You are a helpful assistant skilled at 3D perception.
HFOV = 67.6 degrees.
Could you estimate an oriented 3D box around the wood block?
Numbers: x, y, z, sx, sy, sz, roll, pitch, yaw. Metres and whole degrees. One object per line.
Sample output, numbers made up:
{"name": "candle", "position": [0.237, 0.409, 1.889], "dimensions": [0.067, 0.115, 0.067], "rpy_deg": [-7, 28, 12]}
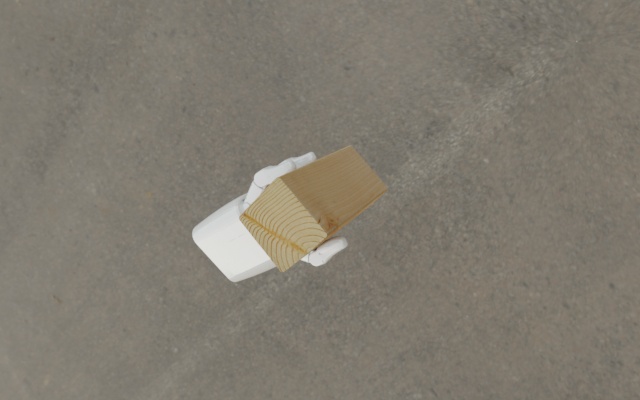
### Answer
{"name": "wood block", "position": [0.000, 0.003, 0.648], "dimensions": [0.090, 0.091, 0.206], "rpy_deg": [-42, -5, 32]}
